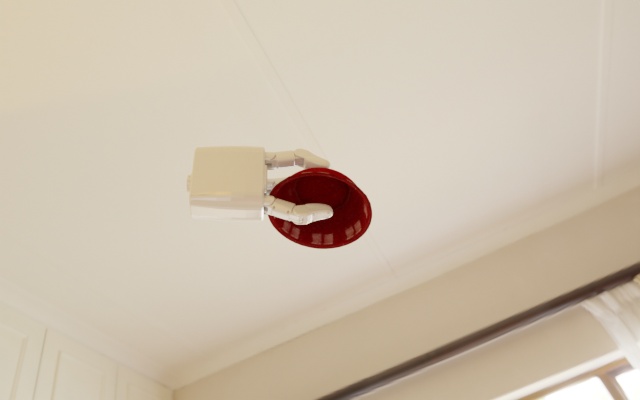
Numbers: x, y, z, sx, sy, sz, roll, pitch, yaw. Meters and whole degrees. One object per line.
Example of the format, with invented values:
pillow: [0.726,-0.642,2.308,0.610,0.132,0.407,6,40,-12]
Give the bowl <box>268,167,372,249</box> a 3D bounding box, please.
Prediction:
bowl: [0.001,0.003,0.741,0.162,0.162,0.055,0,43,8]
